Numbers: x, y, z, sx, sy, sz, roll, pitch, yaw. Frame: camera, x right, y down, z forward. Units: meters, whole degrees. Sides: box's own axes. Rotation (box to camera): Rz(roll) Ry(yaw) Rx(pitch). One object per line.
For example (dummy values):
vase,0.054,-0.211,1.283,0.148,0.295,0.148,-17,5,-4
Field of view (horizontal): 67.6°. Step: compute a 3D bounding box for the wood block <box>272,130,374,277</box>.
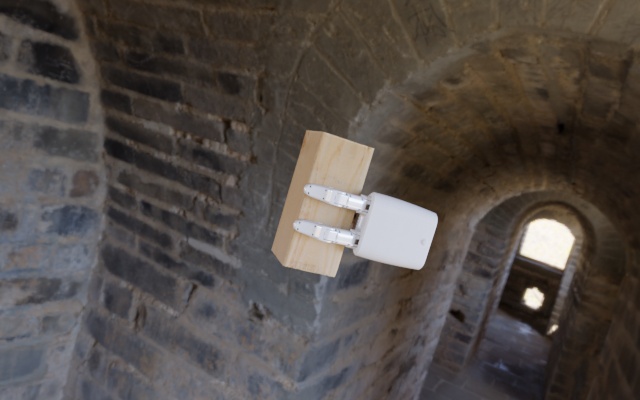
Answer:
wood block,0.000,0.002,0.752,0.090,0.206,0.091,15,5,-19
